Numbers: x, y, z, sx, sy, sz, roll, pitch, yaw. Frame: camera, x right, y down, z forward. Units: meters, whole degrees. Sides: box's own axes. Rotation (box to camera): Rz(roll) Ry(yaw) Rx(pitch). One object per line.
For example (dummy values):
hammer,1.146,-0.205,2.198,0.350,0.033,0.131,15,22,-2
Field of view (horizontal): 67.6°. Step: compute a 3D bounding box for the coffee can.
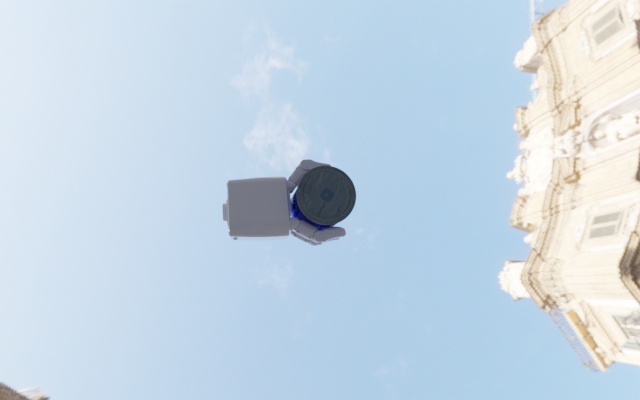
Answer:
coffee can,0.000,0.003,0.875,0.103,0.102,0.140,0,-11,-9
